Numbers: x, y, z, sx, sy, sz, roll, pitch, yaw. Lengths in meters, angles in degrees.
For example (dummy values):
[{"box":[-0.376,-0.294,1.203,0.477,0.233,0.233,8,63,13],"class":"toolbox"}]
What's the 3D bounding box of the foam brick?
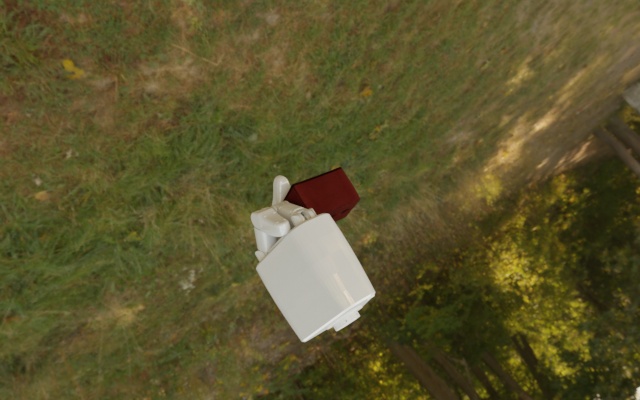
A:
[{"box":[0.000,0.002,0.598,0.078,0.051,0.053,-23,-20,-32],"class":"foam brick"}]
